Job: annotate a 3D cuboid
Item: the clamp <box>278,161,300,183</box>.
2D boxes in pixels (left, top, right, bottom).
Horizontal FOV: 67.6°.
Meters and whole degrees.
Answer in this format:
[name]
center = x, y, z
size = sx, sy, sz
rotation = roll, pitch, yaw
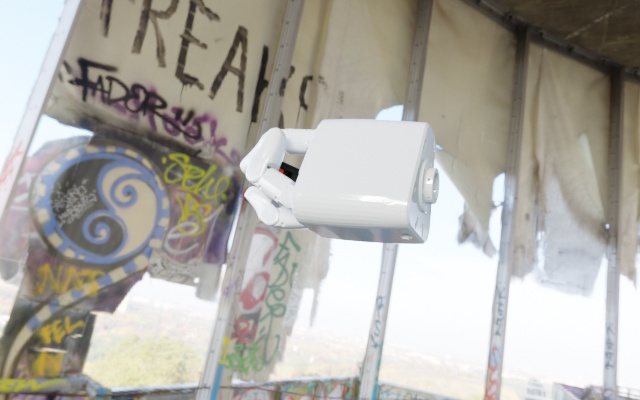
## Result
[clamp]
center = 0.000, 0.001, 0.542
size = 0.120, 0.039, 0.171
rotation = 4, -16, 25
